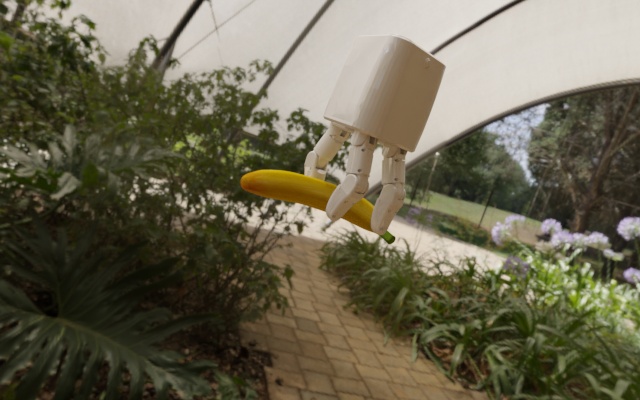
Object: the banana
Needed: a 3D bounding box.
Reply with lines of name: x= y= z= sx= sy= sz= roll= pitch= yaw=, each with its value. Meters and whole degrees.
banana: x=-0.001 y=-0.003 z=0.565 sx=0.198 sy=0.037 sz=0.069 roll=20 pitch=12 yaw=-19
